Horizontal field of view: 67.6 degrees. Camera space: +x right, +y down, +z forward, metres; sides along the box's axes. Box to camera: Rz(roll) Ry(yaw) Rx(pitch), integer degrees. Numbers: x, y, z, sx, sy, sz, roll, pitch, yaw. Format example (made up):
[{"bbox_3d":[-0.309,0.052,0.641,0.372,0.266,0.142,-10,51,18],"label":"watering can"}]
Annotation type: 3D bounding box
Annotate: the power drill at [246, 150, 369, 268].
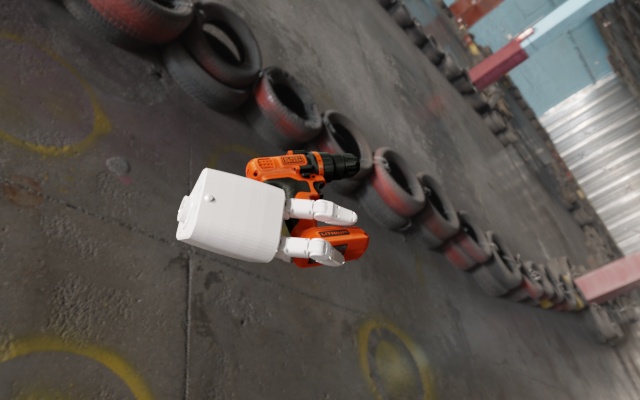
[{"bbox_3d":[0.000,0.003,0.694,0.184,0.187,0.057,-8,-41,-22],"label":"power drill"}]
